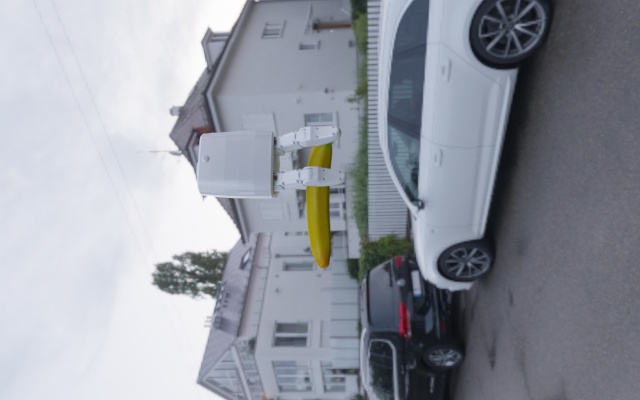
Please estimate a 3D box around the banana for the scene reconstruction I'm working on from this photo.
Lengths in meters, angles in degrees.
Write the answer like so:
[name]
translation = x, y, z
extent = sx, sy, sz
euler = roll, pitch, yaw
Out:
[banana]
translation = -0.002, -0.002, 0.706
extent = 0.037, 0.198, 0.069
euler = 1, 2, -6
